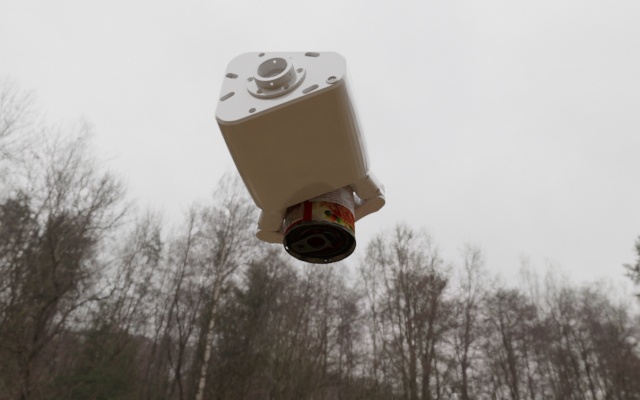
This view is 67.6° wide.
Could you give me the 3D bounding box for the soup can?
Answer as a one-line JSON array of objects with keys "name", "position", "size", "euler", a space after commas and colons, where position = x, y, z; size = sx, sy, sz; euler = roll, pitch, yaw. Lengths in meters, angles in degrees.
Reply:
[{"name": "soup can", "position": [0.000, 0.002, 0.470], "size": [0.068, 0.102, 0.069], "euler": [1, -39, 1]}]
